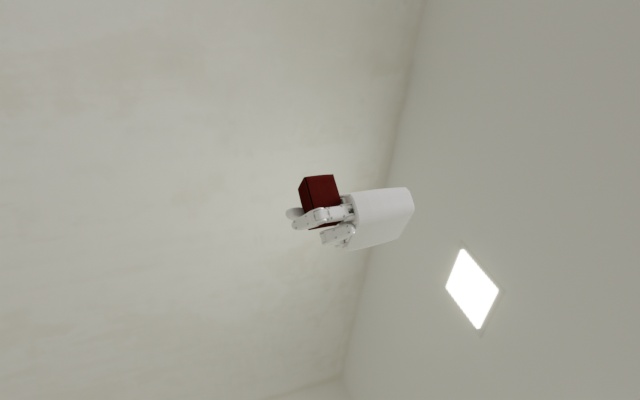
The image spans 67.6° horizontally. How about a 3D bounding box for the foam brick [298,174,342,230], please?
[{"bbox_3d":[0.000,0.002,0.784,0.051,0.078,0.053,-10,-16,-19],"label":"foam brick"}]
